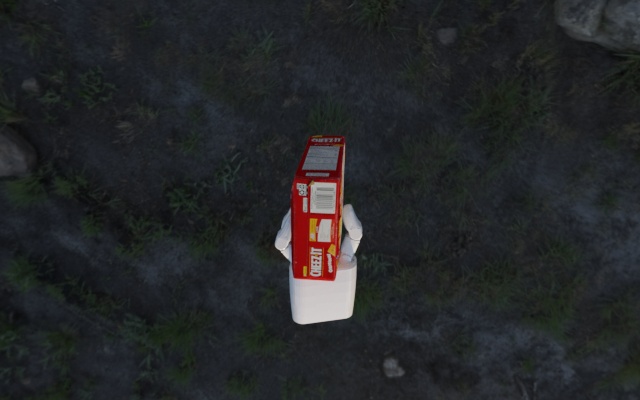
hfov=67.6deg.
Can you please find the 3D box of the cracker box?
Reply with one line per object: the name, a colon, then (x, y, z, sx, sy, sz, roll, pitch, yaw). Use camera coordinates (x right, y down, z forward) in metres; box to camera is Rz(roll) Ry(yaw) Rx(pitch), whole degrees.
cracker box: (0.000, 0.003, 0.761, 0.072, 0.164, 0.213, 3, 23, 3)
